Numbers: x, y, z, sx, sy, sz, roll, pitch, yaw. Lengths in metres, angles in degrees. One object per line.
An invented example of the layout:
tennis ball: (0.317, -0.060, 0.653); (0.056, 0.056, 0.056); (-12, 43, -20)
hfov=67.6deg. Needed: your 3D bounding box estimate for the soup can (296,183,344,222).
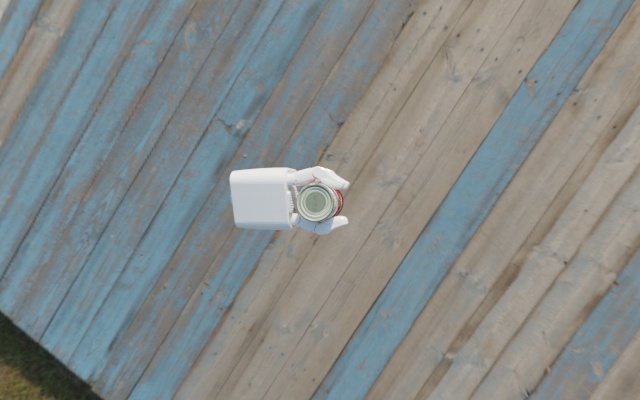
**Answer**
soup can: (0.001, 0.003, 0.856); (0.068, 0.068, 0.102); (0, 0, 12)
